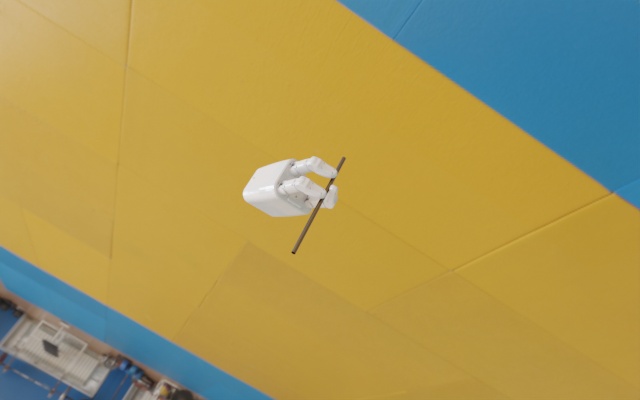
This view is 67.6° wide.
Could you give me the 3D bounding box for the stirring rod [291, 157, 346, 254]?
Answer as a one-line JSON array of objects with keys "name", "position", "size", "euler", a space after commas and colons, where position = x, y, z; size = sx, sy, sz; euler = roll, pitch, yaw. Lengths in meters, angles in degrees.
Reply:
[{"name": "stirring rod", "position": [0.000, 0.003, 0.896], "size": [0.011, 0.239, 0.011], "euler": [19, -34, 14]}]
